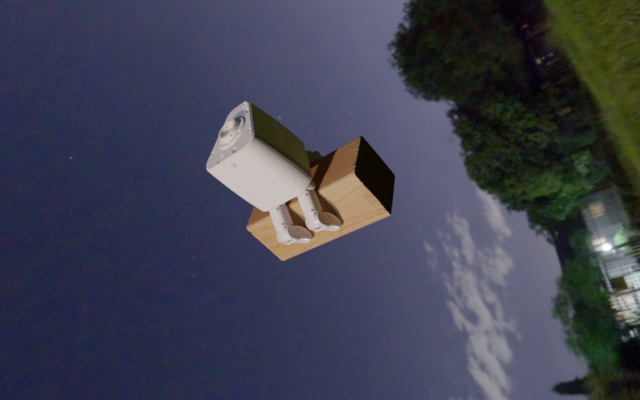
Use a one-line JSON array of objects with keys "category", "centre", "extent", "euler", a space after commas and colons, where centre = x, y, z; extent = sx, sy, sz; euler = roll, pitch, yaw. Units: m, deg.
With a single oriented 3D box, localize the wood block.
[{"category": "wood block", "centre": [0.000, 0.002, 0.719], "extent": [0.206, 0.090, 0.090], "euler": [-26, -58, 32]}]
